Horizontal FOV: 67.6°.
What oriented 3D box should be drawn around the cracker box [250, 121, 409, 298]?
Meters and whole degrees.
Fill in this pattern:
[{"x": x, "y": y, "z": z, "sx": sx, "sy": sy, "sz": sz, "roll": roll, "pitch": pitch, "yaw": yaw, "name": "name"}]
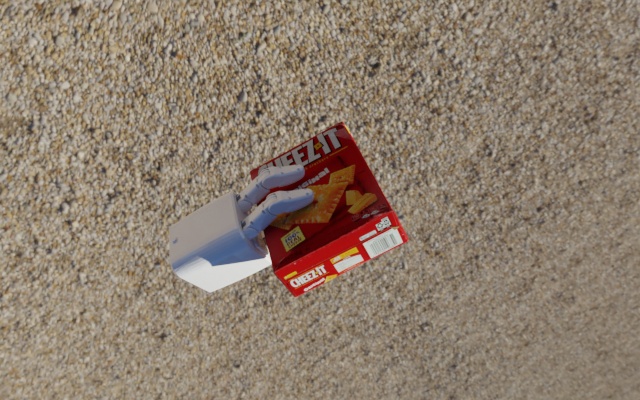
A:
[{"x": 0.000, "y": 0.002, "z": 0.655, "sx": 0.164, "sy": 0.213, "sz": 0.072, "roll": -27, "pitch": -48, "yaw": 5, "name": "cracker box"}]
